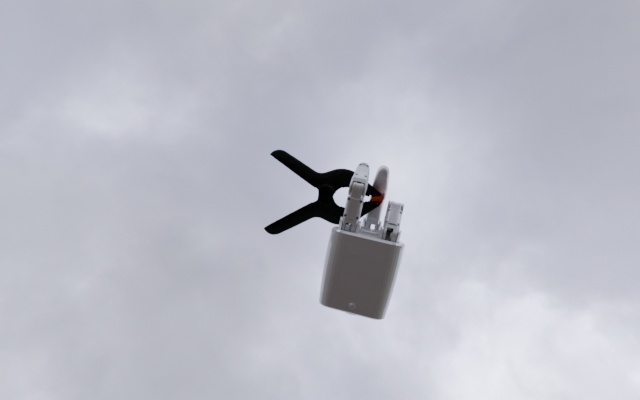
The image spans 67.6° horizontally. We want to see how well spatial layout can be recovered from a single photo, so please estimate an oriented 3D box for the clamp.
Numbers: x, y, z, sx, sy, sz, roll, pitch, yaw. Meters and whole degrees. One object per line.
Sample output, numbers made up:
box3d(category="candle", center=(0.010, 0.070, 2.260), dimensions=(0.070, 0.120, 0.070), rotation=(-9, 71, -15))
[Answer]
box3d(category="clamp", center=(0.000, 0.002, 0.675), dimensions=(0.171, 0.120, 0.039), rotation=(13, 4, 7))
